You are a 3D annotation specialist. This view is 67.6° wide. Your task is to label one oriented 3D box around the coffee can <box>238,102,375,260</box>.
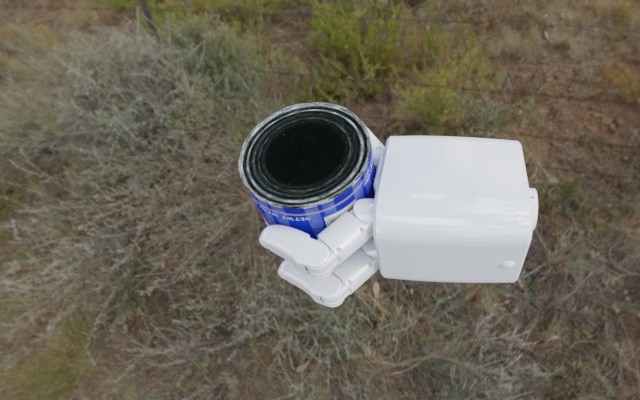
[{"bbox_3d":[0.000,0.001,0.415,0.103,0.102,0.140,0,-34,13],"label":"coffee can"}]
